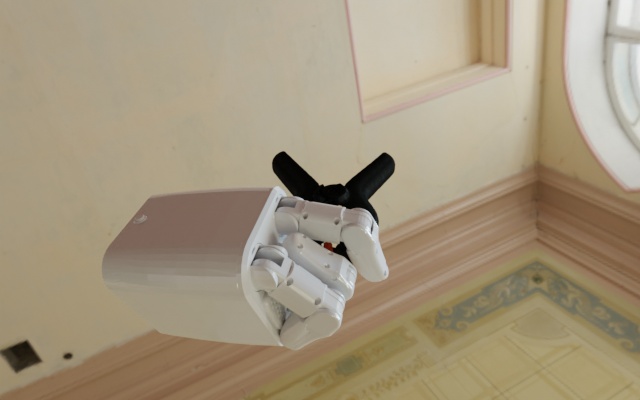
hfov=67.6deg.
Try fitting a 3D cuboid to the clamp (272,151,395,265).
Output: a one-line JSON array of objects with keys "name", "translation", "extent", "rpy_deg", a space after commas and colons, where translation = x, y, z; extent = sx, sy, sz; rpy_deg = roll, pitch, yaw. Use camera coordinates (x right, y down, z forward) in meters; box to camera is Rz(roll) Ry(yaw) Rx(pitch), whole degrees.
[{"name": "clamp", "translation": [0.000, 0.002, 0.420], "extent": [0.120, 0.039, 0.171], "rpy_deg": [1, 32, 13]}]
